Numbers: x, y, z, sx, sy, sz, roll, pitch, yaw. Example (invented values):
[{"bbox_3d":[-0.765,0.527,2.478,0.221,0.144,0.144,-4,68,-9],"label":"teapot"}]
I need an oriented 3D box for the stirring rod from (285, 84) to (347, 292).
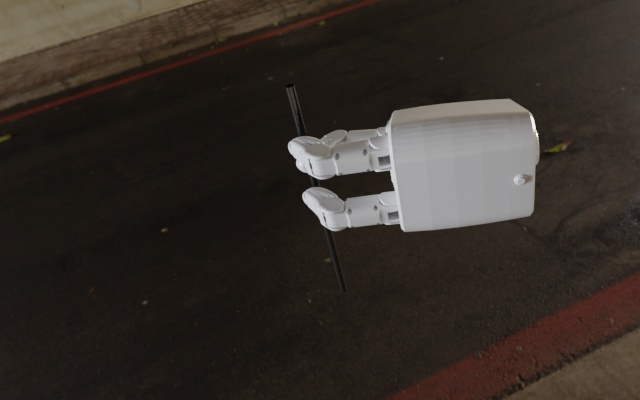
[{"bbox_3d":[0.000,0.002,0.465,0.011,0.240,0.011,-10,33,7],"label":"stirring rod"}]
